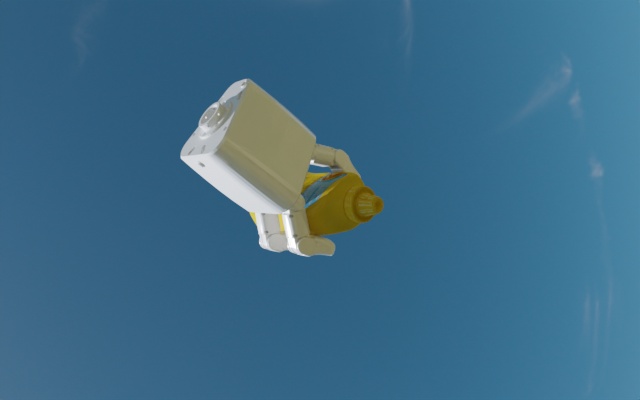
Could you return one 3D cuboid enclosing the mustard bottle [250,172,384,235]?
[{"bbox_3d":[0.000,0.002,0.579,0.096,0.058,0.191,-40,25,-32],"label":"mustard bottle"}]
